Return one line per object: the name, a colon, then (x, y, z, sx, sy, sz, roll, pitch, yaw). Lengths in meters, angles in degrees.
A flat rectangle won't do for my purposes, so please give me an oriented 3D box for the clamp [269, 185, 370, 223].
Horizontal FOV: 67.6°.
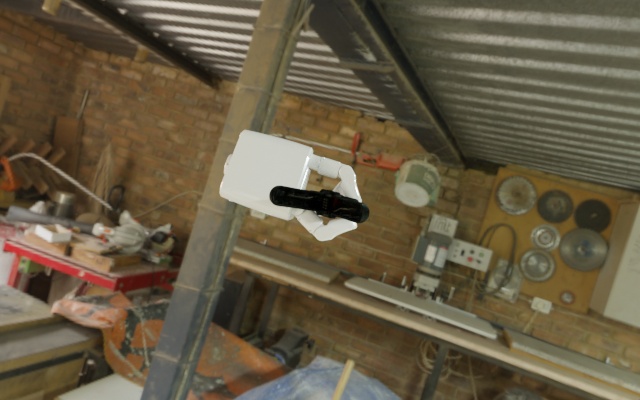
clamp: (0.000, 0.001, 0.627, 0.120, 0.039, 0.171, 17, 0, 1)
